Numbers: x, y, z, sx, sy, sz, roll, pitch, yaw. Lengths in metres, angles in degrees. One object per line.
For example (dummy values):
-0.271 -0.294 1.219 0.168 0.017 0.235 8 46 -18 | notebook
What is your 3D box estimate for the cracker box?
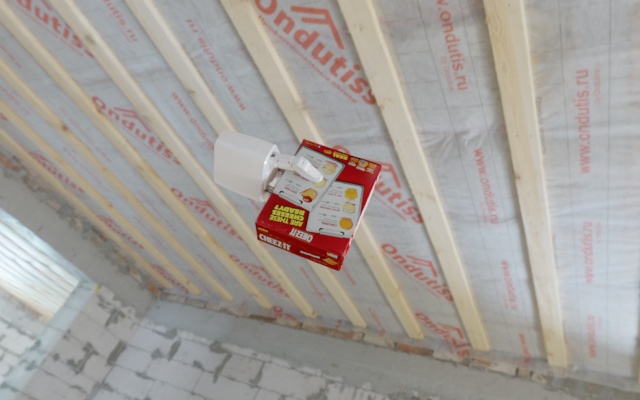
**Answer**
0.000 0.003 0.878 0.164 0.213 0.072 20 -33 10 | cracker box
